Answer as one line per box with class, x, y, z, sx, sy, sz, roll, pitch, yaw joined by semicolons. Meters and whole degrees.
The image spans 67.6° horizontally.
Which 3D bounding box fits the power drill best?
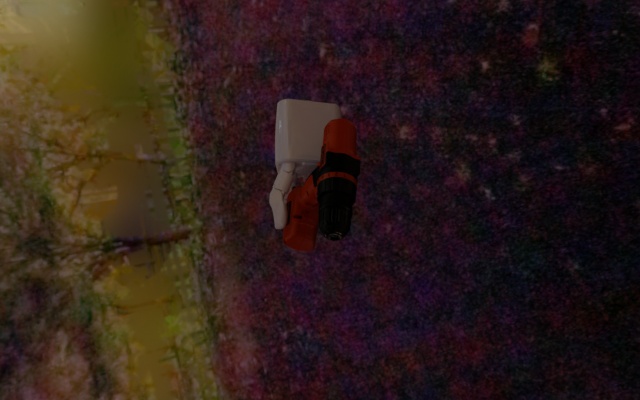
power drill;0.000;0.002;0.682;0.057;0.184;0.188;17;-34;-15
